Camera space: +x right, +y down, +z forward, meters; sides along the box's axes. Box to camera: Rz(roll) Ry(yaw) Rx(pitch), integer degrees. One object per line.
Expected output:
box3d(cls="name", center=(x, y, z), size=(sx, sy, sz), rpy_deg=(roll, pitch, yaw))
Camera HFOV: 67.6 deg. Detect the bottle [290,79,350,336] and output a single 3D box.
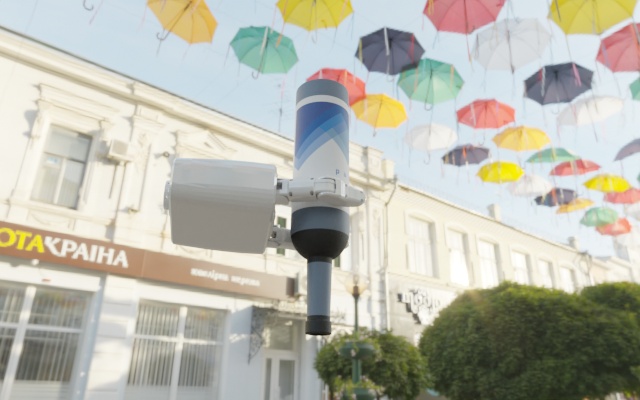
box3d(cls="bottle", center=(0.000, 0.002, 0.546), size=(0.069, 0.295, 0.069), rpy_deg=(1, -23, 0))
